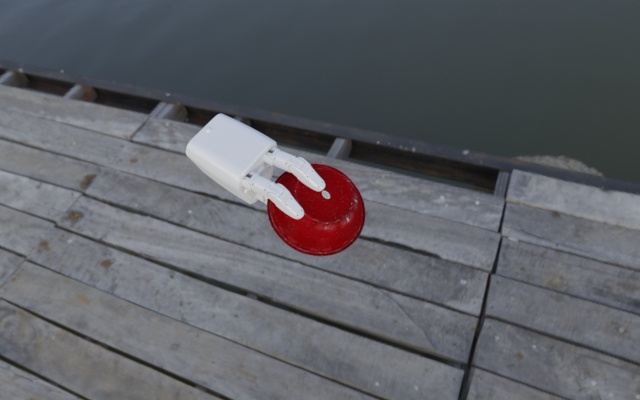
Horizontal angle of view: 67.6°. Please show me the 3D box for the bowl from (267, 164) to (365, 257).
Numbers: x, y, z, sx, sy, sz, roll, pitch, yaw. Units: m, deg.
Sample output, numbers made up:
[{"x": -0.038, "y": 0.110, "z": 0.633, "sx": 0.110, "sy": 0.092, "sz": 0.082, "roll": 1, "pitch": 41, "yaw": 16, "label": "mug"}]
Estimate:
[{"x": 0.001, "y": 0.003, "z": 0.743, "sx": 0.162, "sy": 0.162, "sz": 0.055, "roll": 0, "pitch": -24, "yaw": -14, "label": "bowl"}]
